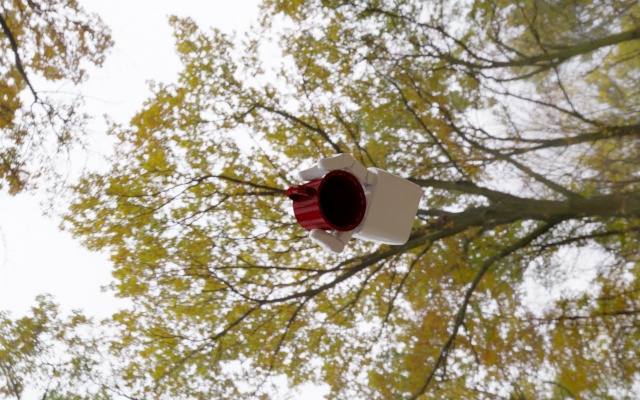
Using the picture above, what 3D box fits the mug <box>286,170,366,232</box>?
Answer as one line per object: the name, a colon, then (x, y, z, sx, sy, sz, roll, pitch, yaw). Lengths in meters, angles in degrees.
mug: (-0.001, 0.002, 0.732, 0.117, 0.093, 0.081, 18, -18, -33)
